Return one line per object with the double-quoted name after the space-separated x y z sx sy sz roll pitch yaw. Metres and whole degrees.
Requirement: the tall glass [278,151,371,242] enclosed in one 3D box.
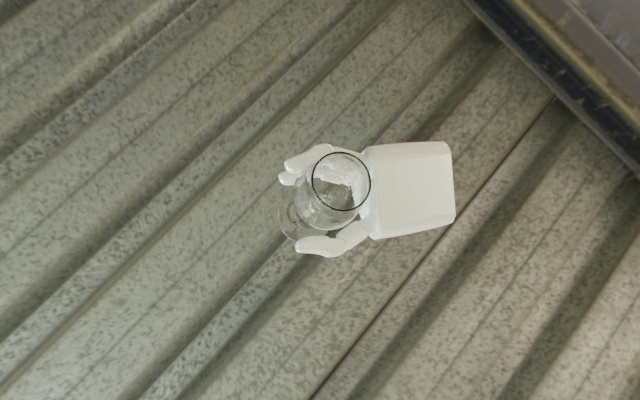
0.000 0.002 0.566 0.079 0.079 0.201 0 -12 -12 "tall glass"
